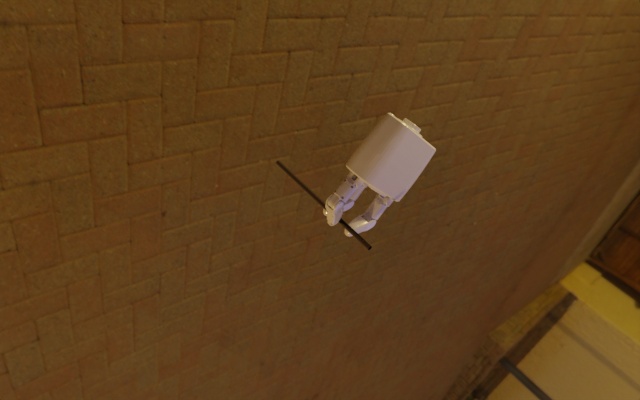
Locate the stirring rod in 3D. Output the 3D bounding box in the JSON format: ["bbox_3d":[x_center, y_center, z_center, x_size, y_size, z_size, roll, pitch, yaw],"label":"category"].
[{"bbox_3d":[0.000,0.003,0.800,0.239,0.011,0.011,43,24,29],"label":"stirring rod"}]
